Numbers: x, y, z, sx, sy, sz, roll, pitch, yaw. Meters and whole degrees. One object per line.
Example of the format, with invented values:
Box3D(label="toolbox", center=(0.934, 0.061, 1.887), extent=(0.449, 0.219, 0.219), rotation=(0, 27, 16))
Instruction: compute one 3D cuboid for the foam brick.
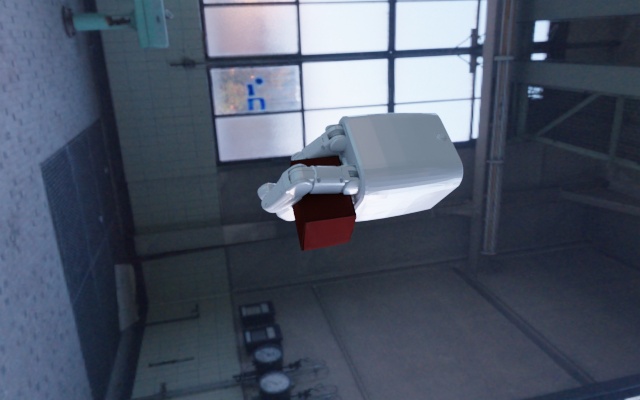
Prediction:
Box3D(label="foam brick", center=(0.000, 0.002, 0.479), extent=(0.051, 0.078, 0.053), rotation=(-6, -34, -12))
